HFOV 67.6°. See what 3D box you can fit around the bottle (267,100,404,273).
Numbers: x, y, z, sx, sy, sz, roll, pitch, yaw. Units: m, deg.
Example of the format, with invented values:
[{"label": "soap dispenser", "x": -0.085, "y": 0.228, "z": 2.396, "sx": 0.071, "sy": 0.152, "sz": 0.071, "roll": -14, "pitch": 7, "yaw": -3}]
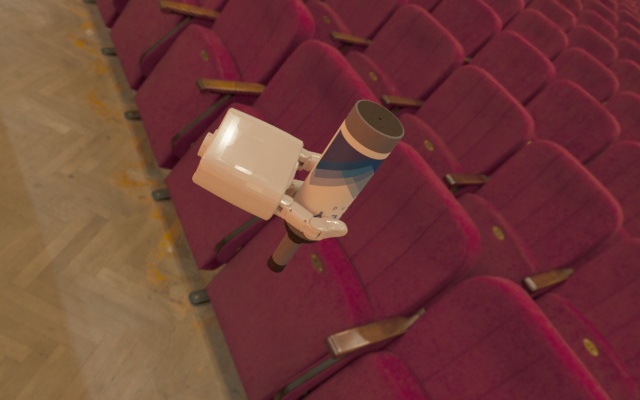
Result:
[{"label": "bottle", "x": 0.000, "y": 0.002, "z": 0.635, "sx": 0.069, "sy": 0.069, "sz": 0.296, "roll": 0, "pitch": -41, "yaw": -38}]
